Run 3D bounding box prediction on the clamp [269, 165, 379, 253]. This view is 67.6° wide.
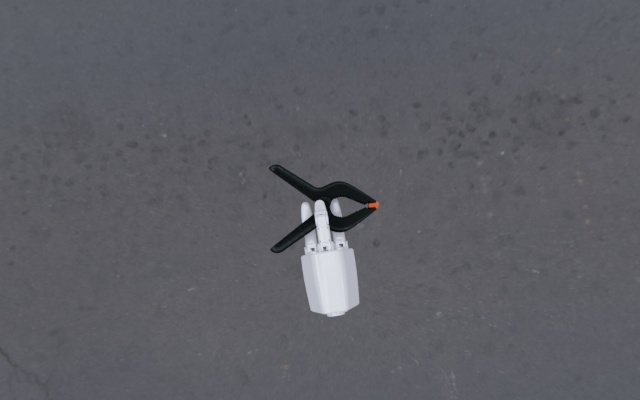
[{"bbox_3d":[0.001,0.003,0.888,0.210,0.164,0.036,-8,-4,1],"label":"clamp"}]
